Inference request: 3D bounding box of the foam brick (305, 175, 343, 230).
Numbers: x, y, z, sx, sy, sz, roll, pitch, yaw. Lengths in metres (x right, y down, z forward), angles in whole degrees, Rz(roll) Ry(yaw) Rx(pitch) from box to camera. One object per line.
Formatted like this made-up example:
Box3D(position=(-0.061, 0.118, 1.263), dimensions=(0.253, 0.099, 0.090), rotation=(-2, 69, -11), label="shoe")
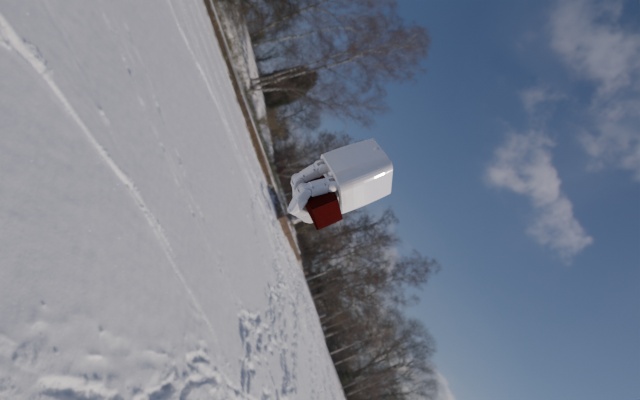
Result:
Box3D(position=(0.000, 0.003, 0.856), dimensions=(0.051, 0.053, 0.078), rotation=(-21, 42, -7), label="foam brick")
